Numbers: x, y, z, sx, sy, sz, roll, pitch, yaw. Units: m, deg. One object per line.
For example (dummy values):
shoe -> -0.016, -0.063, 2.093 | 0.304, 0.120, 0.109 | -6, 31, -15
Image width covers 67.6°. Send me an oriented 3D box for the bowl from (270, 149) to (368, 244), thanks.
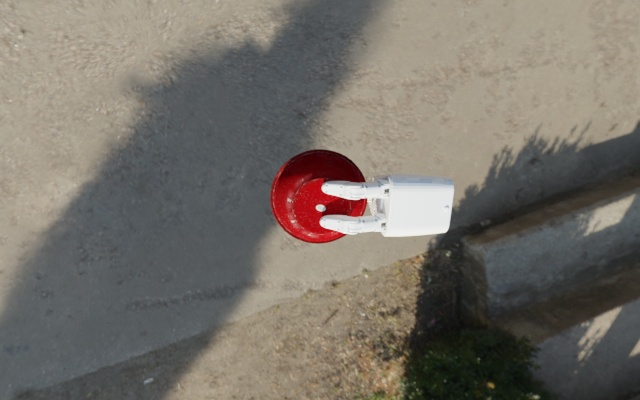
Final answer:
bowl -> -0.001, 0.003, 0.760 | 0.162, 0.162, 0.055 | 0, 17, -4
